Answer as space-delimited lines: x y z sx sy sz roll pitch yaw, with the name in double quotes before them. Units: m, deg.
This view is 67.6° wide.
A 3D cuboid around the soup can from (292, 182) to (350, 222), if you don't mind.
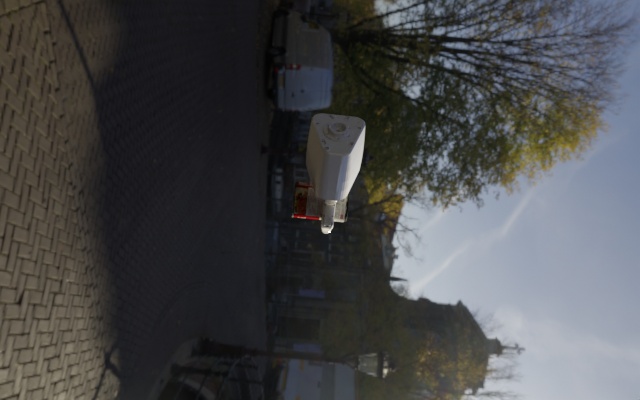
"soup can" 0.000 0.003 0.897 0.102 0.068 0.068 6 0 -1
